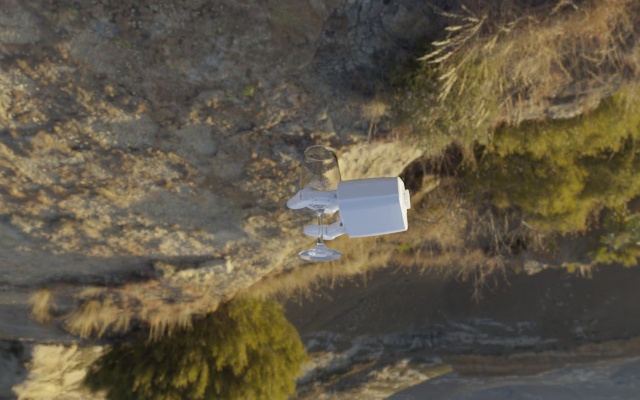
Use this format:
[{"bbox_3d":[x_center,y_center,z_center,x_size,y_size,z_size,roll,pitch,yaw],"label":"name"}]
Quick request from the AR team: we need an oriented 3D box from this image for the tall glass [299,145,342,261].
[{"bbox_3d":[0.000,0.003,0.861,0.079,0.201,0.079,0,-22,0],"label":"tall glass"}]
